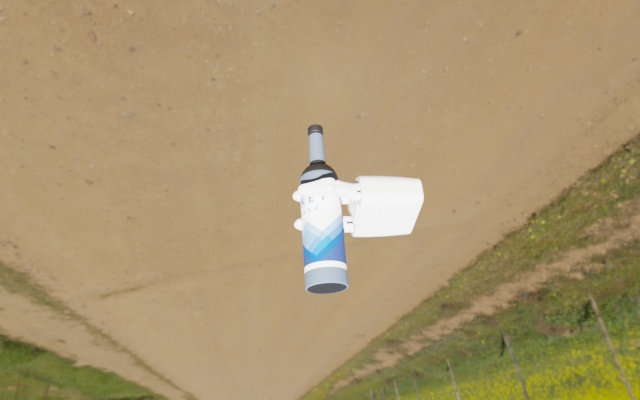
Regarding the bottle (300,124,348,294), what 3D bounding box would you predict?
[{"bbox_3d":[0.000,0.003,0.795,0.069,0.295,0.069,-3,-26,-2],"label":"bottle"}]
